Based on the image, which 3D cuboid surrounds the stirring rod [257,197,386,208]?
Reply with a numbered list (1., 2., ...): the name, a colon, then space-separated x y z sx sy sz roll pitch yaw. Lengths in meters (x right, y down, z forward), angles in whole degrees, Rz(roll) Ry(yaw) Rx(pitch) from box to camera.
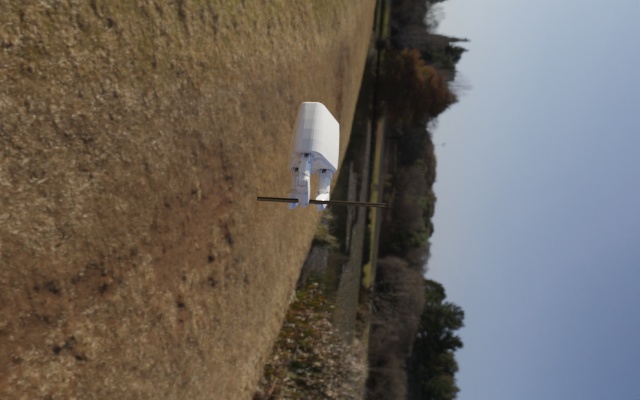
1. stirring rod: 0.000 0.003 0.882 0.239 0.011 0.011 3 0 8
